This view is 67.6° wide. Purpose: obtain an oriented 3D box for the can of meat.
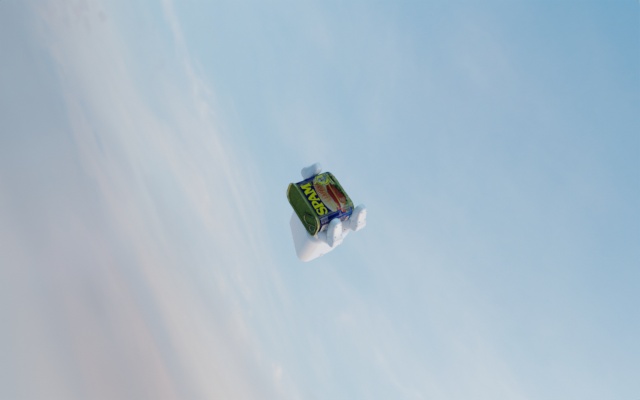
[{"bbox_3d":[0.000,0.003,0.872,0.084,0.102,0.057,-22,-23,-28],"label":"can of meat"}]
